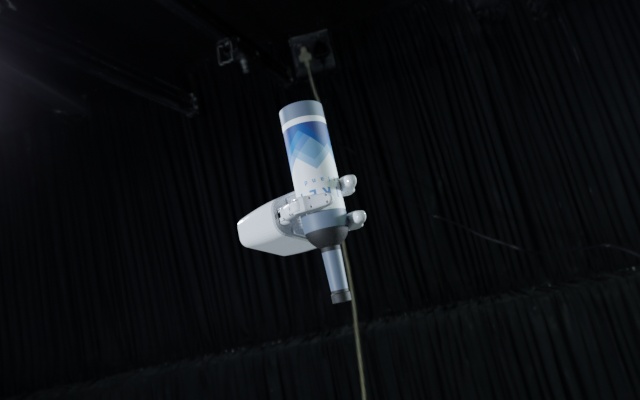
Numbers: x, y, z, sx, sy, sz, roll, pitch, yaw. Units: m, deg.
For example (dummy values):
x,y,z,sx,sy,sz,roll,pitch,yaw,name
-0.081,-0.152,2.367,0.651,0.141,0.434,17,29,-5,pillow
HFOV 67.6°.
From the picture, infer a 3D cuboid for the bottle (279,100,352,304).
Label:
x,y,z,sx,sy,sz,roll,pitch,yaw,name
0.000,0.002,0.701,0.069,0.295,0.069,-12,-11,-2,bottle
